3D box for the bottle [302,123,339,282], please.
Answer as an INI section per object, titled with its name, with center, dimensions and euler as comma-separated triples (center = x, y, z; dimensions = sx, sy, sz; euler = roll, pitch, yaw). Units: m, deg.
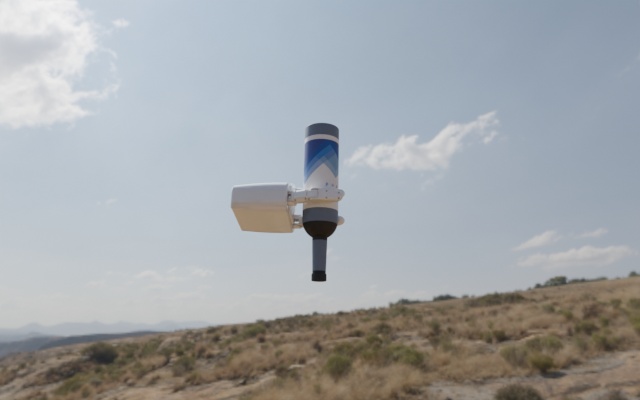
[bottle]
center = 0.000, 0.003, 0.895
dimensions = 0.069, 0.295, 0.069
euler = 1, -16, 0
